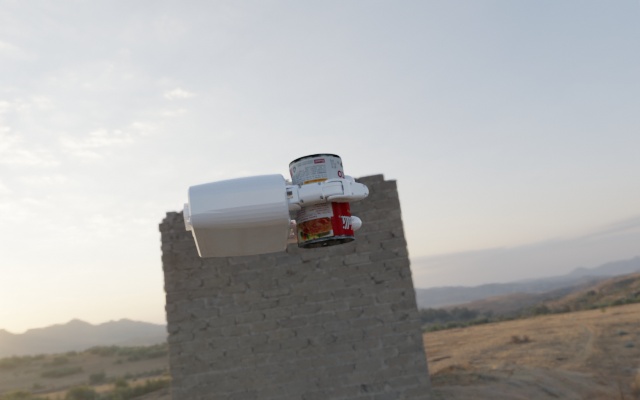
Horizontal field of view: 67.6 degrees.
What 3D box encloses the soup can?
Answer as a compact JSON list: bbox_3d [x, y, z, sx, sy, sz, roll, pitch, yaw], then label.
[{"bbox_3d":[0.001,0.002,0.573,0.068,0.102,0.068,-8,-12,-2],"label":"soup can"}]
